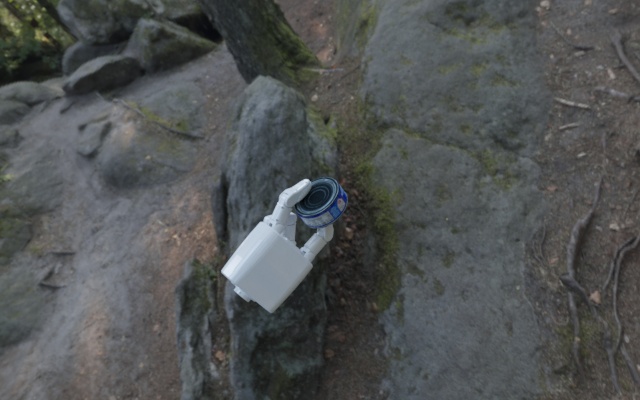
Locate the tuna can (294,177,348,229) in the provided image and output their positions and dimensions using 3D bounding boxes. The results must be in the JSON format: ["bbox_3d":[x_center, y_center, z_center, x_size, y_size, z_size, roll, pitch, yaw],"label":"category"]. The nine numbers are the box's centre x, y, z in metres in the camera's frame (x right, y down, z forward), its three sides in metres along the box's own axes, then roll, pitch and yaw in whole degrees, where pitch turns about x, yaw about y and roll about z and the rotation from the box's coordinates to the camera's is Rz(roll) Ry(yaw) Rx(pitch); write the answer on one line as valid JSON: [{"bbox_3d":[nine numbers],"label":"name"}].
[{"bbox_3d":[0.000,0.002,0.790,0.086,0.086,0.034,0,-39,36],"label":"tuna can"}]
